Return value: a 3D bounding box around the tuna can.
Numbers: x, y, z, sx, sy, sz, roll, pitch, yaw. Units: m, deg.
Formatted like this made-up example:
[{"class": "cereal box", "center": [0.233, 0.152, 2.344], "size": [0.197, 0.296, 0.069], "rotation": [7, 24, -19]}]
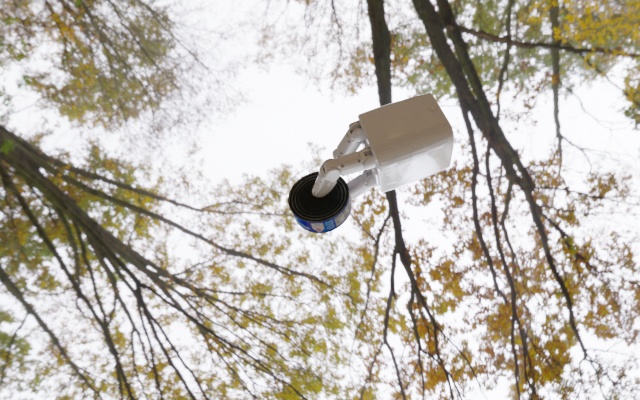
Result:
[{"class": "tuna can", "center": [0.000, 0.003, 0.666], "size": [0.086, 0.086, 0.034], "rotation": [0, -35, 13]}]
